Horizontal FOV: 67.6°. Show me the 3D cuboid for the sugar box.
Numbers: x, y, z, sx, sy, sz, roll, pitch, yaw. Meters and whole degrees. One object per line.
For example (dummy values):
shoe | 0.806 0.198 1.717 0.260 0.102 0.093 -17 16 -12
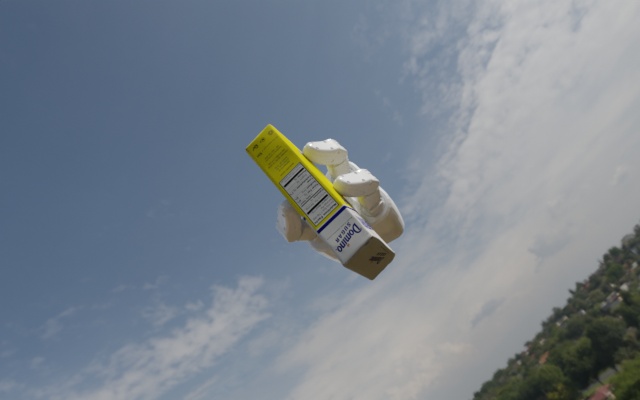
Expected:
sugar box | 0.000 0.001 0.505 0.176 0.048 0.093 45 4 28
